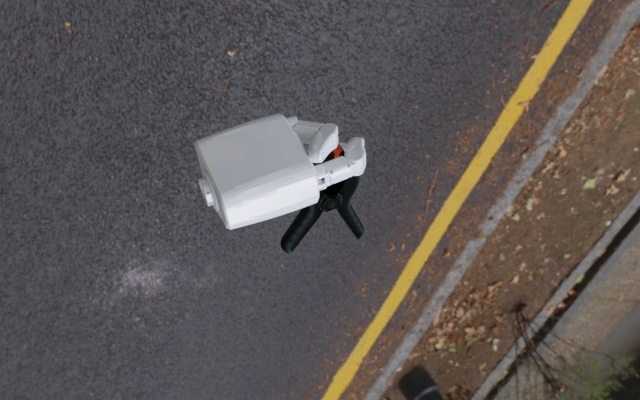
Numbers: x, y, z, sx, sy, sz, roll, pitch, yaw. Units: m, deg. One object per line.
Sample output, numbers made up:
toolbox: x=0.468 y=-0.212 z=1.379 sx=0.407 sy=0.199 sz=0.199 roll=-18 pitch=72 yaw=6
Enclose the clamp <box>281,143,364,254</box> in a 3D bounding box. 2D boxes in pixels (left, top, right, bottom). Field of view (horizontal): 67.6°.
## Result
clamp: x=0.000 y=0.002 z=0.618 sx=0.120 sy=0.172 sz=0.039 roll=-20 pitch=41 yaw=-17
